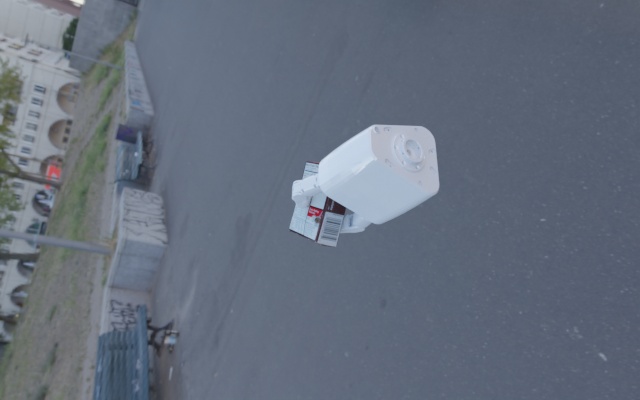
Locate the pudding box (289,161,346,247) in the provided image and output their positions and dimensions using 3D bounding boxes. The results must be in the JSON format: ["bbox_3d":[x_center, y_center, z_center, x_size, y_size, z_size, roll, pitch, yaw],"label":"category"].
[{"bbox_3d":[0.000,0.002,0.692,0.039,0.113,0.090,15,1,-29],"label":"pudding box"}]
